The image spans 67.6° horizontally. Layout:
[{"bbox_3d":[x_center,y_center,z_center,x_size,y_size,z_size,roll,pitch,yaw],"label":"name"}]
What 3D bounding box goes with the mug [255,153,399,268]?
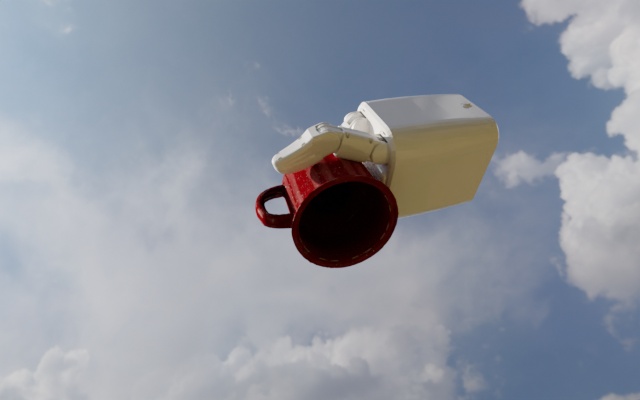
[{"bbox_3d":[-0.001,0.002,0.428,0.117,0.093,0.081,-9,33,-12],"label":"mug"}]
